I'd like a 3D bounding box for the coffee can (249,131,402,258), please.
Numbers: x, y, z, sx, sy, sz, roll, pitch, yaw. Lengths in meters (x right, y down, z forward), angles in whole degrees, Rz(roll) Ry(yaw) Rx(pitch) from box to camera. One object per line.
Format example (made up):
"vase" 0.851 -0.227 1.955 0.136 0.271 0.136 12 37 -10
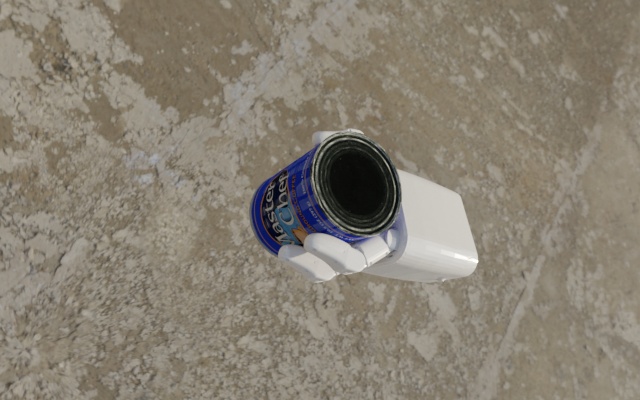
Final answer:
"coffee can" 0.000 0.002 0.497 0.103 0.102 0.140 0 -15 -32
